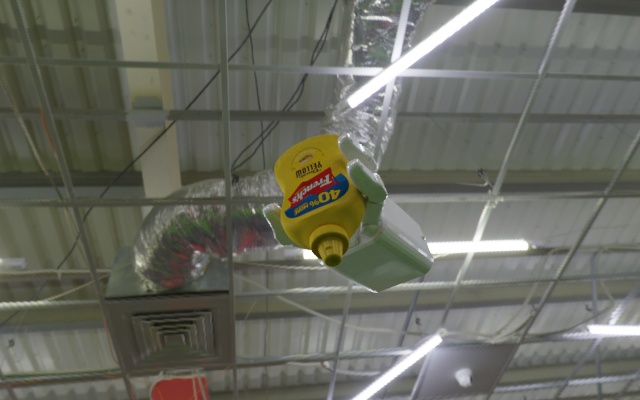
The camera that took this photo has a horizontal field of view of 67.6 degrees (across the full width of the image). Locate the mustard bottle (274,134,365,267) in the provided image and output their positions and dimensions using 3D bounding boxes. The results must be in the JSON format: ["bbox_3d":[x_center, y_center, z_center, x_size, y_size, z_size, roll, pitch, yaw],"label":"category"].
[{"bbox_3d":[0.000,0.001,0.547,0.096,0.058,0.191,-22,39,8],"label":"mustard bottle"}]
